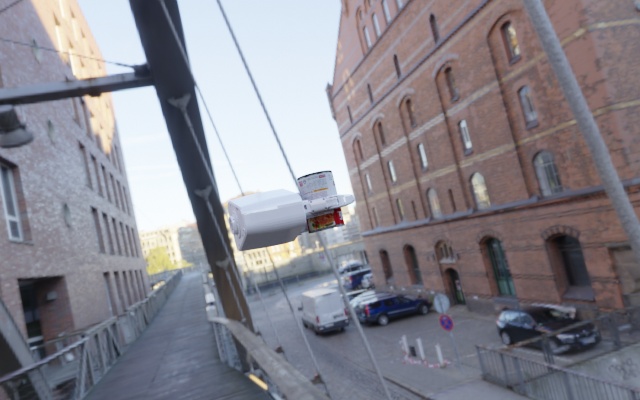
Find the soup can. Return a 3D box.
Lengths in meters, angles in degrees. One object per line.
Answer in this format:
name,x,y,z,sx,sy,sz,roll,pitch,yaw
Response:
soup can,0.001,0.002,0.858,0.068,0.102,0.068,-13,-4,-1
